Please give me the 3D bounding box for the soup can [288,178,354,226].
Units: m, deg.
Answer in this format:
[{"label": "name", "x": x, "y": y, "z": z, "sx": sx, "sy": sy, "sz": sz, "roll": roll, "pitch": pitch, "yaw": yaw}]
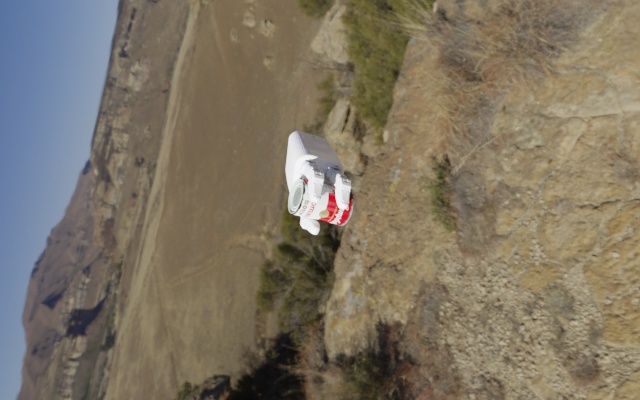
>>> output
[{"label": "soup can", "x": 0.000, "y": 0.003, "z": 0.872, "sx": 0.102, "sy": 0.068, "sz": 0.068, "roll": 14, "pitch": -6, "yaw": -24}]
